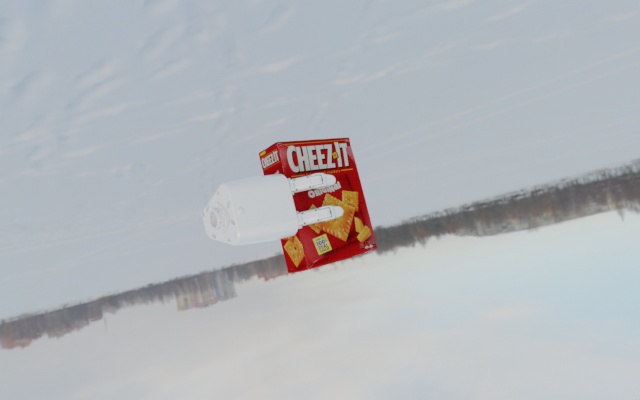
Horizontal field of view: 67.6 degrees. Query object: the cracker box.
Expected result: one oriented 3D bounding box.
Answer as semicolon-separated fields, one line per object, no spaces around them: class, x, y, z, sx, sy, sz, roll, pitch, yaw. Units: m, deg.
cracker box;0.000;0.003;0.832;0.164;0.213;0.072;-10;-7;-39
